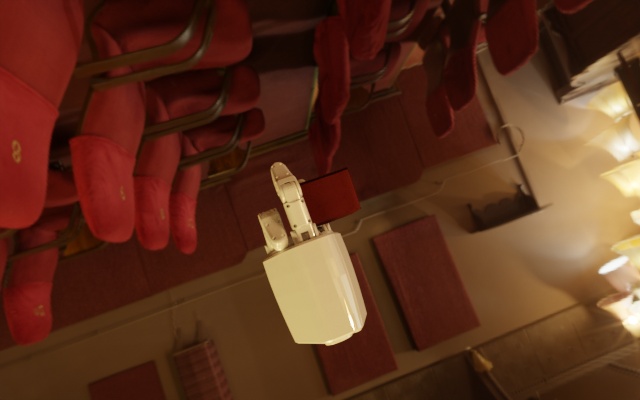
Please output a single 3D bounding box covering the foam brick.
[{"bbox_3d":[0.000,0.002,0.558,0.078,0.051,0.053,-20,-7,-11],"label":"foam brick"}]
